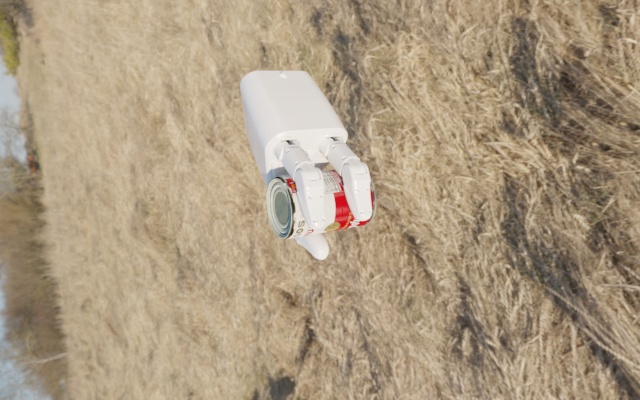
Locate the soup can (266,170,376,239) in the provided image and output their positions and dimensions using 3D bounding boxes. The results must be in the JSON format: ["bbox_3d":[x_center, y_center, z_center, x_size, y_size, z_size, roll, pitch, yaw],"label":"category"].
[{"bbox_3d":[0.000,0.002,0.520,0.102,0.068,0.068,-8,4,-29],"label":"soup can"}]
